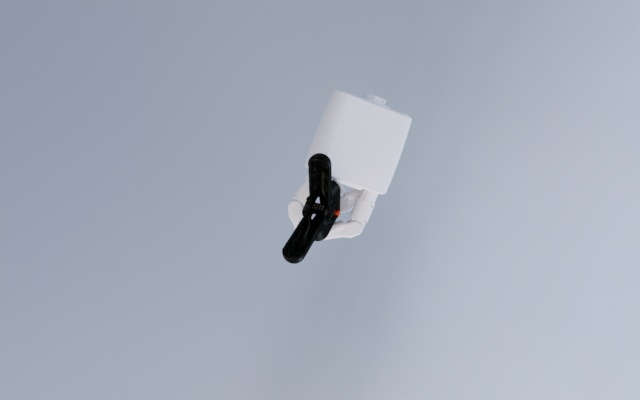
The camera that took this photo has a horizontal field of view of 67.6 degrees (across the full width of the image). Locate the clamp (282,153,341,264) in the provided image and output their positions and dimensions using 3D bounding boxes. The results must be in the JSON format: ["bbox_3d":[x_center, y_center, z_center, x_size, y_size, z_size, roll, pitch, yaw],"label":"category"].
[{"bbox_3d":[0.001,0.002,0.571,0.039,0.120,0.171,22,10,8],"label":"clamp"}]
